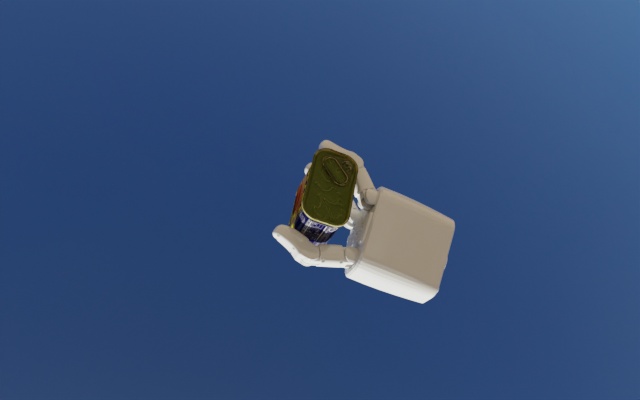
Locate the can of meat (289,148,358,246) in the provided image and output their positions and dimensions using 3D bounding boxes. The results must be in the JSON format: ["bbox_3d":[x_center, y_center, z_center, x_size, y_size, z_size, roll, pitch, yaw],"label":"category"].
[{"bbox_3d":[0.000,0.002,0.583,0.057,0.102,0.084,19,-33,-10],"label":"can of meat"}]
